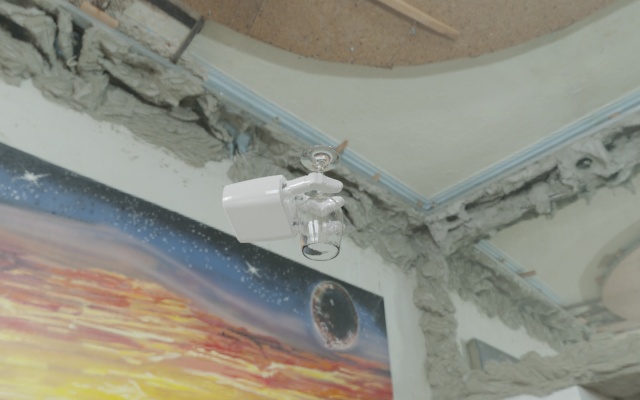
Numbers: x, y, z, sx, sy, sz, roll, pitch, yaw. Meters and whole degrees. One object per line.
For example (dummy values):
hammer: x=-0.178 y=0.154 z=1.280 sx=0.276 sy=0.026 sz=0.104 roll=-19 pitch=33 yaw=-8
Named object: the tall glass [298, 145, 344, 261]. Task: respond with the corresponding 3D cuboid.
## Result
tall glass: x=0.000 y=0.002 z=0.830 sx=0.079 sy=0.201 sz=0.079 roll=0 pitch=-36 yaw=0
